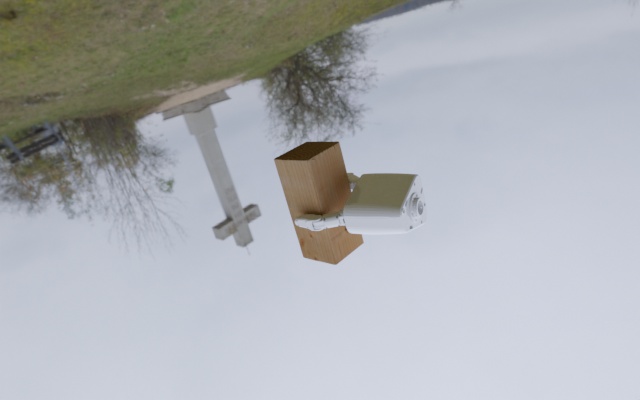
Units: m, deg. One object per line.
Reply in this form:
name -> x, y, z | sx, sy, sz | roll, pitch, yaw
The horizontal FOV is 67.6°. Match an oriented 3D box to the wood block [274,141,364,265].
wood block -> 0.000, 0.003, 0.883 | 0.090, 0.206, 0.090 | 7, 30, 44
